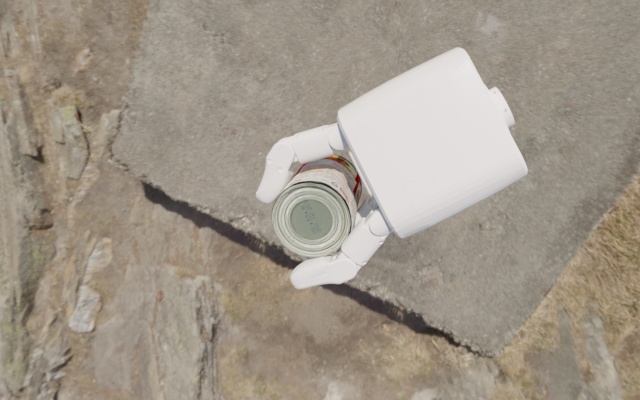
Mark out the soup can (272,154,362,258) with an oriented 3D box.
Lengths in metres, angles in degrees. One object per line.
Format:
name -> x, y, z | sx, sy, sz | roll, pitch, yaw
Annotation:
soup can -> 0.000, 0.002, 0.430 | 0.068, 0.068, 0.102 | 0, 18, 9
